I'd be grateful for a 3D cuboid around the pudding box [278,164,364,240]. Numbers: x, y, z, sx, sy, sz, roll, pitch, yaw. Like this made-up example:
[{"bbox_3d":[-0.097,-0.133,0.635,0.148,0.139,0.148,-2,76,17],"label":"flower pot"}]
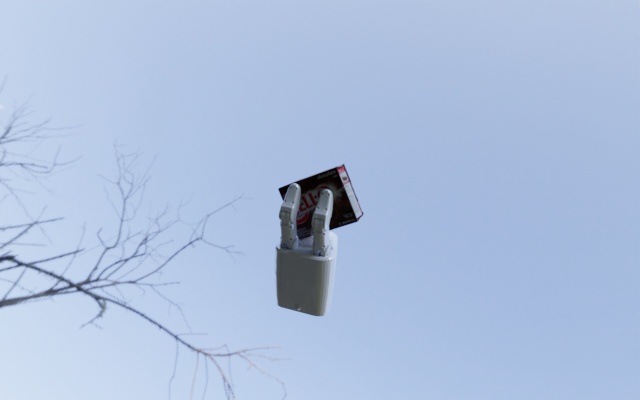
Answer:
[{"bbox_3d":[0.000,0.002,0.748,0.113,0.090,0.039,-19,7,26],"label":"pudding box"}]
